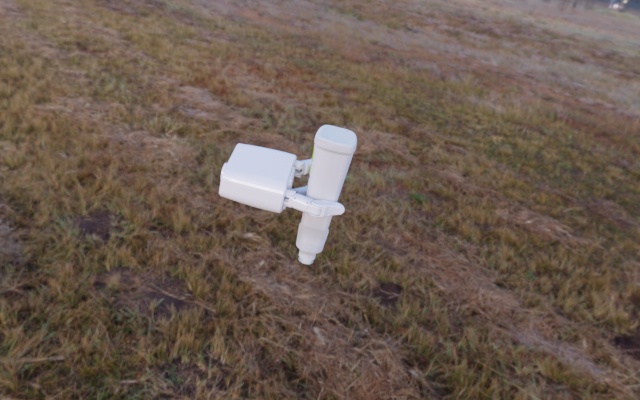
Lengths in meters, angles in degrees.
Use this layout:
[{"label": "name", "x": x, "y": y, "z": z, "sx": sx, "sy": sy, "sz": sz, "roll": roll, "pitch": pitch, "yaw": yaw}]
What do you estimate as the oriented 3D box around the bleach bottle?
[{"label": "bleach bottle", "x": 0.000, "y": 0.003, "z": 0.827, "sx": 0.068, "sy": 0.251, "sz": 0.102, "roll": 15, "pitch": 24, "yaw": 1}]
